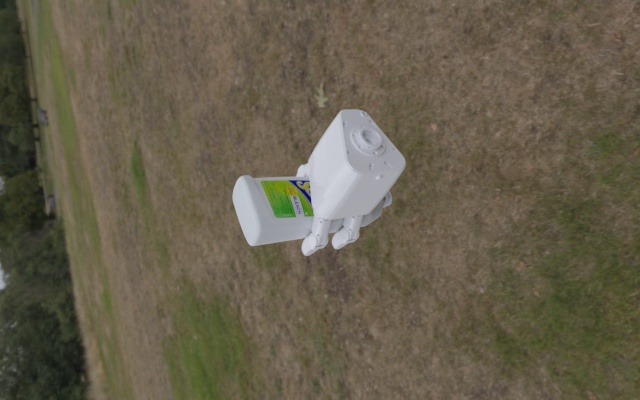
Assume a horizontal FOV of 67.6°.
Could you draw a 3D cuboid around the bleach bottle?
[{"bbox_3d":[0.000,0.003,0.738,0.251,0.102,0.068,-8,-29,-30],"label":"bleach bottle"}]
